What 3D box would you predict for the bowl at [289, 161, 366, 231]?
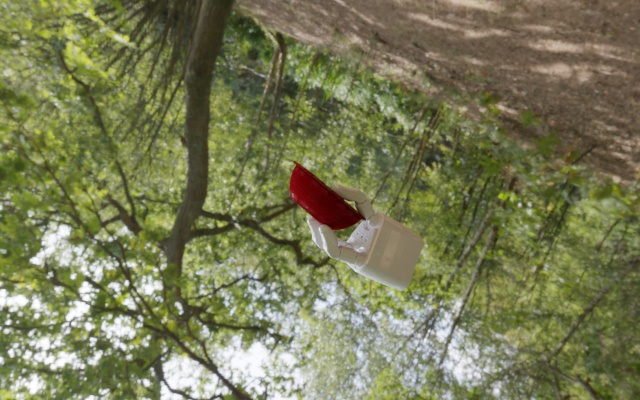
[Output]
[{"bbox_3d":[-0.001,0.002,0.825,0.162,0.055,0.162,40,0,0],"label":"bowl"}]
